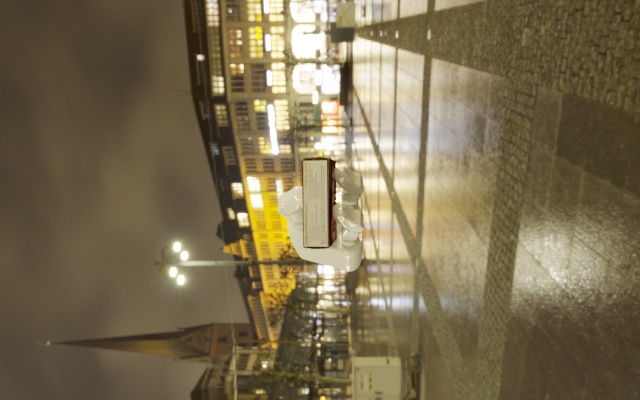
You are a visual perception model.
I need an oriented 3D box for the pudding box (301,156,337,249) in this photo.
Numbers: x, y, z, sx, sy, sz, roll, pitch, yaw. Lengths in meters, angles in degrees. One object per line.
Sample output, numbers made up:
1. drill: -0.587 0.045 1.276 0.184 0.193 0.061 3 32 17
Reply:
1. pudding box: 0.000 0.002 0.616 0.039 0.113 0.090 -2 2 6
